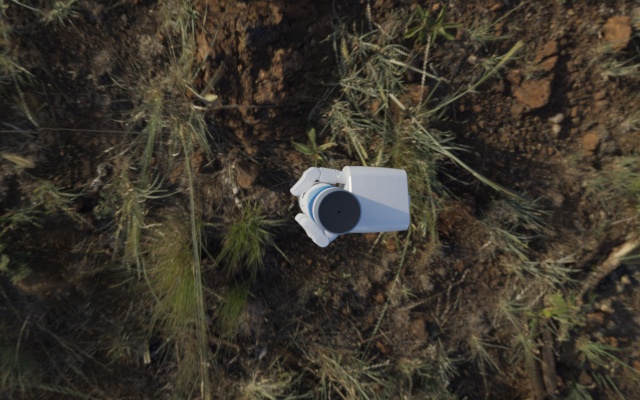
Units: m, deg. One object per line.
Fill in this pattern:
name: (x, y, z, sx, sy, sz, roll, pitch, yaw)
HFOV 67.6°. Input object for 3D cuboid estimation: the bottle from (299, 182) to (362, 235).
bottle: (0.000, 0.003, 0.826, 0.069, 0.069, 0.295, 0, 5, -11)
